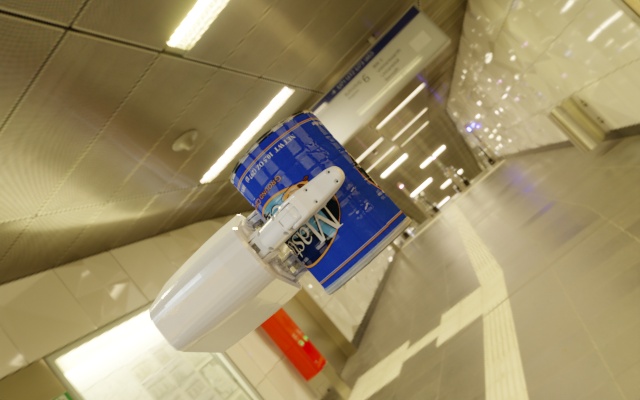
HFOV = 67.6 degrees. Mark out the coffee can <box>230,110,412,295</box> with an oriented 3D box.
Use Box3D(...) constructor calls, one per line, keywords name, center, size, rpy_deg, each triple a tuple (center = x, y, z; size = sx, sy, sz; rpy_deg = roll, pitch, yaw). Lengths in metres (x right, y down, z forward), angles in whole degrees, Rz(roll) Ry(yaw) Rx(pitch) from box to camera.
Box3D(name="coffee can", center=(0.000, 0.001, 0.446), size=(0.103, 0.140, 0.103), rpy_deg=(-41, -6, -6))
